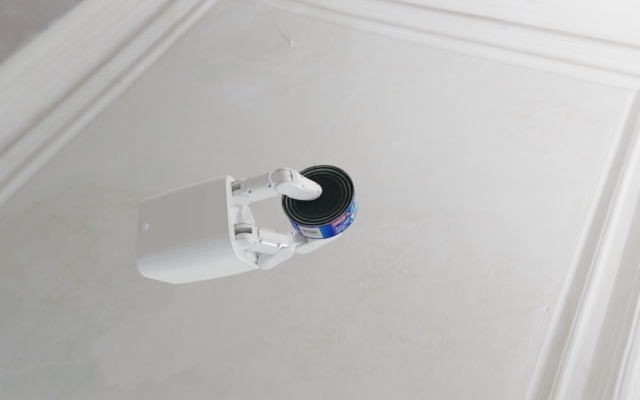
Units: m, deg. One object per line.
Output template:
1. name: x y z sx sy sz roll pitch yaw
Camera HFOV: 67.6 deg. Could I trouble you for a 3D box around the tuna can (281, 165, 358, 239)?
1. tuna can: 0.000 0.002 0.556 0.086 0.086 0.034 0 -34 17
